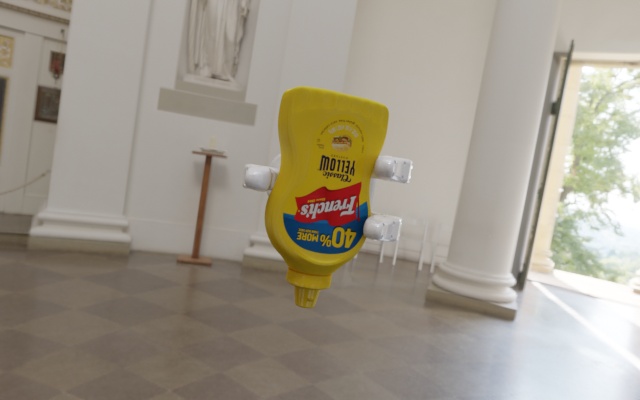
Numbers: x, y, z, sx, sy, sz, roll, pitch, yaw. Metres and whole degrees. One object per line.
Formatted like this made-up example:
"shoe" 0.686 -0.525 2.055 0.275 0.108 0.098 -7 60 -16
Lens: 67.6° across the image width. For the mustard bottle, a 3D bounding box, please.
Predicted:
"mustard bottle" 0.000 0.001 0.429 0.096 0.191 0.058 8 4 -23
